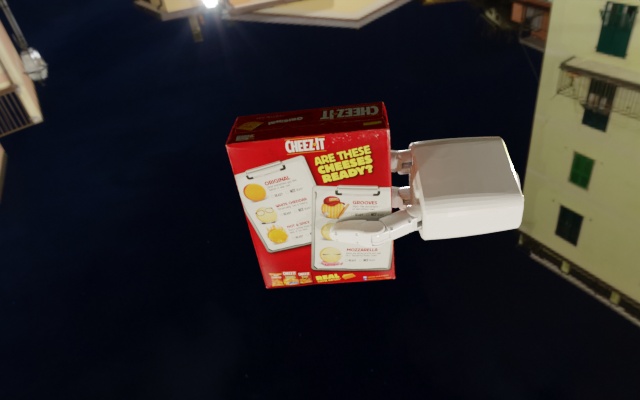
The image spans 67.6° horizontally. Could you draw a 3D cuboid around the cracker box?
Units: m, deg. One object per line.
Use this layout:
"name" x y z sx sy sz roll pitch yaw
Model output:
"cracker box" 0.000 0.002 0.552 0.164 0.214 0.072 -5 37 5
